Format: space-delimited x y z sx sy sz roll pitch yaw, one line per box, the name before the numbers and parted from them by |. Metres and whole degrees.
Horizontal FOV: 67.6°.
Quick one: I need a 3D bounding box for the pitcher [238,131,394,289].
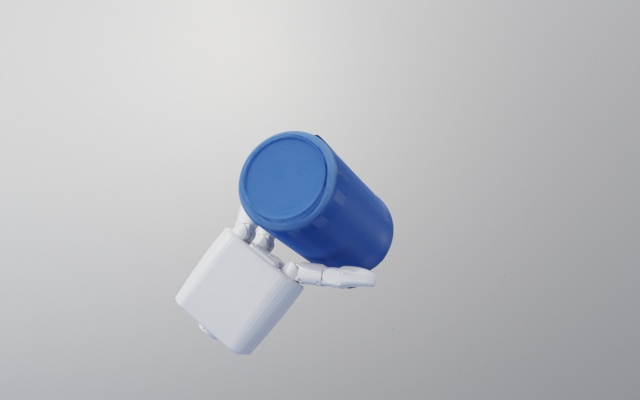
pitcher | 0.000 0.002 0.581 0.149 0.145 0.243 36 -3 25
